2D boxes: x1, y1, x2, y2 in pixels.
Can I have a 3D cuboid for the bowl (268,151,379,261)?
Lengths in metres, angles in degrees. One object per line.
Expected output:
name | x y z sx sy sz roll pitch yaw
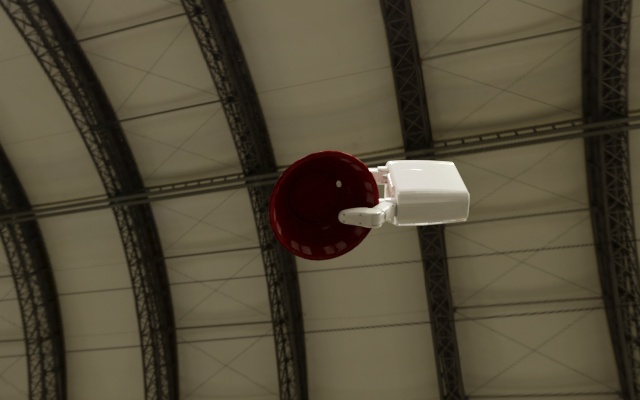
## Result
bowl | -0.001 0.002 0.685 0.162 0.162 0.055 0 19 -18
